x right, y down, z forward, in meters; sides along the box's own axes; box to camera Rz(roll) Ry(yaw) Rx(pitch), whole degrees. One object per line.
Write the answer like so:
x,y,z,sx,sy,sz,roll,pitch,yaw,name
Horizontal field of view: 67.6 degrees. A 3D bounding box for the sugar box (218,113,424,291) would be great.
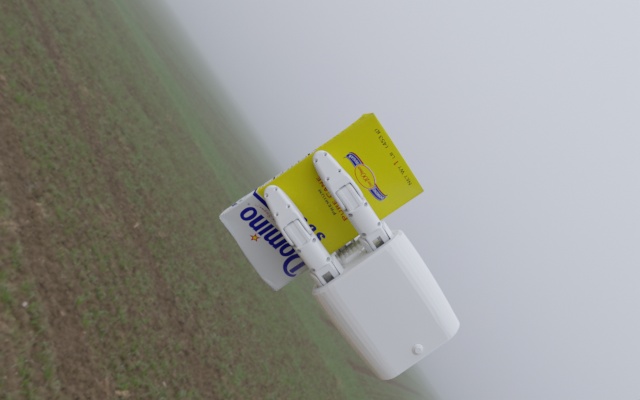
0.000,0.002,0.465,0.176,0.093,0.048,-35,8,-1,sugar box
